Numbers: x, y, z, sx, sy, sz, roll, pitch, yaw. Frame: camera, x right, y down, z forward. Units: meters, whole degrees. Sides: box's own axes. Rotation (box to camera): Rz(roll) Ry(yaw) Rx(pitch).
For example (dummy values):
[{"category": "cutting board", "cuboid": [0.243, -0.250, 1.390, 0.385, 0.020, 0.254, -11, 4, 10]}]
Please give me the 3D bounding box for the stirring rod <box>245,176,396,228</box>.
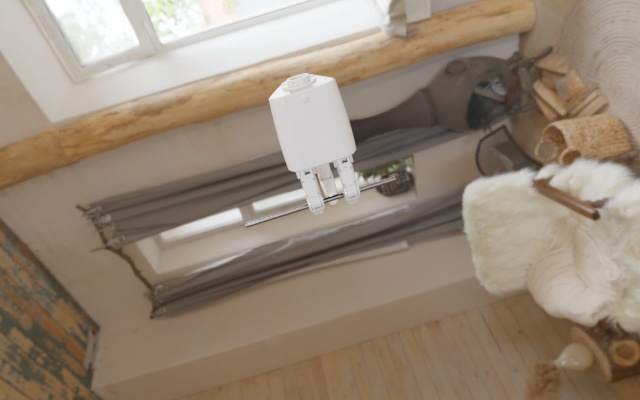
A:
[{"category": "stirring rod", "cuboid": [0.000, 0.002, 0.734, 0.239, 0.011, 0.011, -17, 0, 0]}]
